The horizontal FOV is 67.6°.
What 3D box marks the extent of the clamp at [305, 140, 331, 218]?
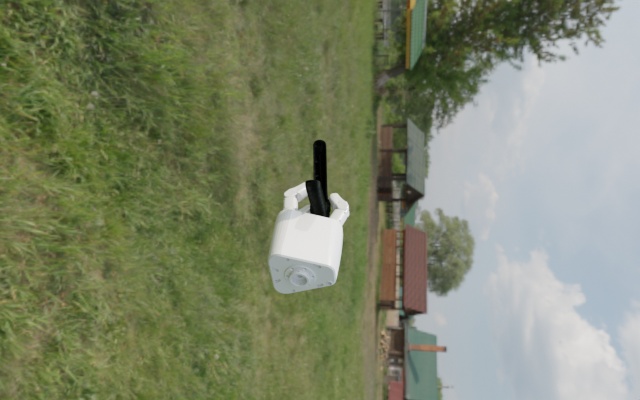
[{"bbox_3d":[0.001,0.003,0.883,0.036,0.210,0.164,-1,39,7],"label":"clamp"}]
